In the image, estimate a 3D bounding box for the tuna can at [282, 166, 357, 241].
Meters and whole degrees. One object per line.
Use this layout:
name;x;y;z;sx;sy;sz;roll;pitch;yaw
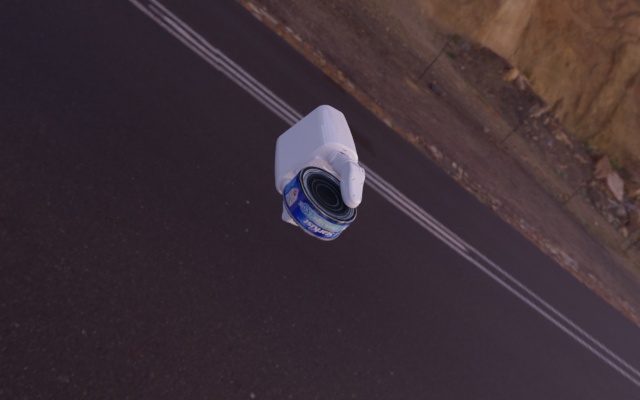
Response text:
tuna can;0.000;0.002;0.552;0.086;0.086;0.034;0;-37;-50
